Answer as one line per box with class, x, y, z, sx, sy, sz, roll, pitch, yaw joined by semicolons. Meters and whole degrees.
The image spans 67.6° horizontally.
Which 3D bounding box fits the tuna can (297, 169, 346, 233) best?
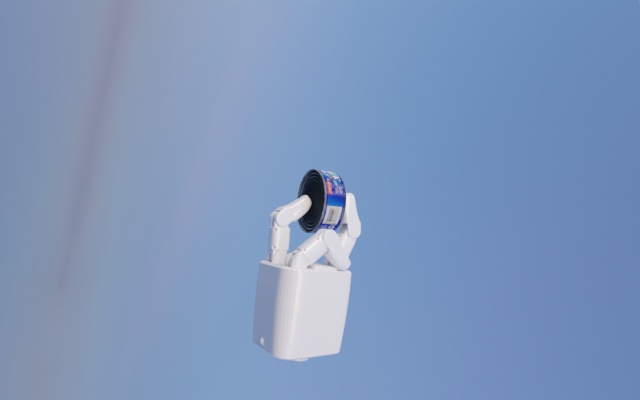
tuna can;0.001;0.002;0.644;0.034;0.086;0.086;6;-3;-27
